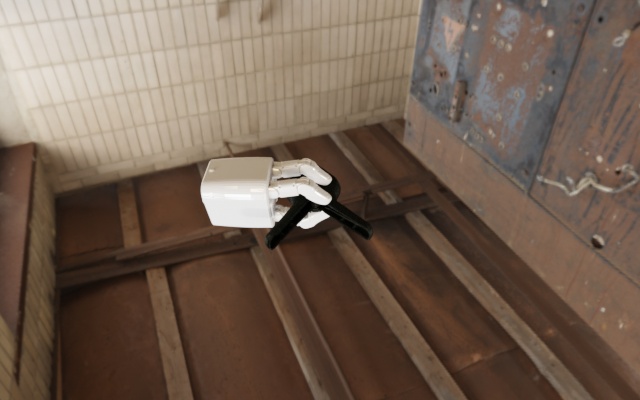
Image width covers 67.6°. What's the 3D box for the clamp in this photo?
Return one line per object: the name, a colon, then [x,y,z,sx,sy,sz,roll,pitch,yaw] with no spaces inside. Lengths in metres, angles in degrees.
clamp: [0.000,0.003,0.792,0.164,0.036,0.209,-1,38,2]
